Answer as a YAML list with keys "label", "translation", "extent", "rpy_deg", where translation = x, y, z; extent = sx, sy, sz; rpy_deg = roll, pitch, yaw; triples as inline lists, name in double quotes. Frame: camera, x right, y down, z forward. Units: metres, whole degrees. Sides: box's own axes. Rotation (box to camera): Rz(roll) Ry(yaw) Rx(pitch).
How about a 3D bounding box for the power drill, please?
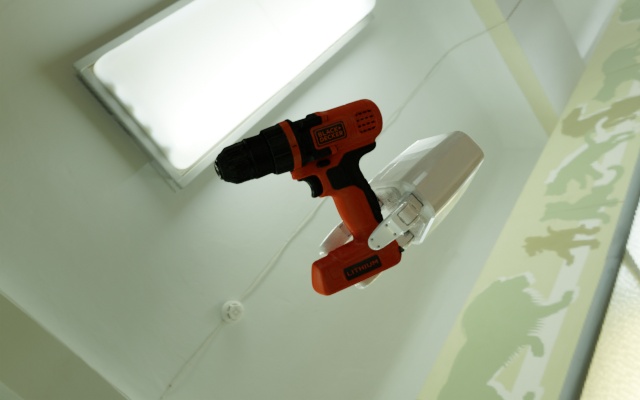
- label: "power drill"
  translation: [0.000, 0.002, 0.510]
  extent: [0.184, 0.188, 0.057]
  rpy_deg: [-21, 14, -13]
